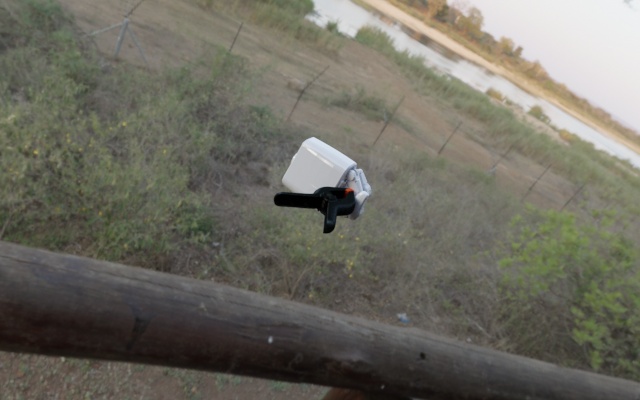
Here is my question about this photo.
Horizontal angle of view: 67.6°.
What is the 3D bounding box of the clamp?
[{"bbox_3d":[0.001,0.002,0.840,0.120,0.039,0.171,31,24,16],"label":"clamp"}]
